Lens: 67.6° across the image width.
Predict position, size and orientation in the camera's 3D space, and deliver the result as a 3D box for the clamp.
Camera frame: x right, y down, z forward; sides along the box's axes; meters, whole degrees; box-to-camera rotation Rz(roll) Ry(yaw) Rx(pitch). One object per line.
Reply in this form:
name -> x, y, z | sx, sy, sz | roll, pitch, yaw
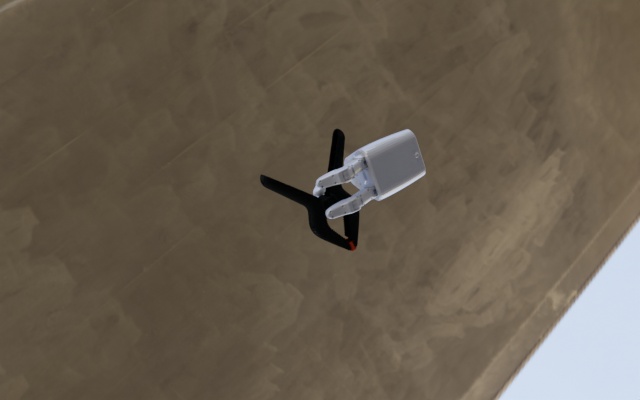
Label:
clamp -> 0.000, 0.003, 0.824 | 0.164, 0.210, 0.036 | -26, 18, -15
